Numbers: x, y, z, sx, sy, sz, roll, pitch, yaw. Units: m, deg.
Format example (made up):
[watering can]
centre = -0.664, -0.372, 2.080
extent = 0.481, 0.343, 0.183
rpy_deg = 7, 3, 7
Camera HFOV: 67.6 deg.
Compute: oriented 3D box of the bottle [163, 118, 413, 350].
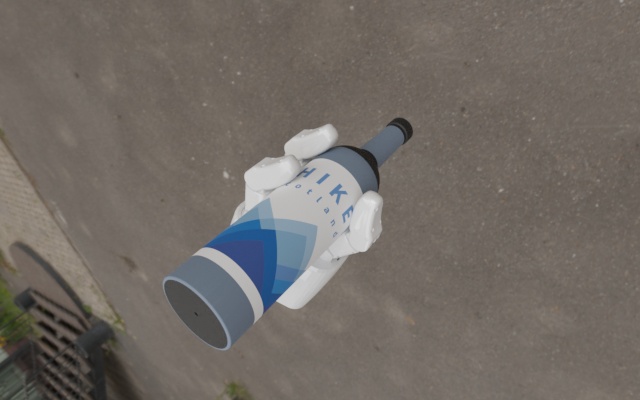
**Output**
[bottle]
centre = 0.000, 0.001, 0.420
extent = 0.069, 0.069, 0.295
rpy_deg = 0, 32, 44
